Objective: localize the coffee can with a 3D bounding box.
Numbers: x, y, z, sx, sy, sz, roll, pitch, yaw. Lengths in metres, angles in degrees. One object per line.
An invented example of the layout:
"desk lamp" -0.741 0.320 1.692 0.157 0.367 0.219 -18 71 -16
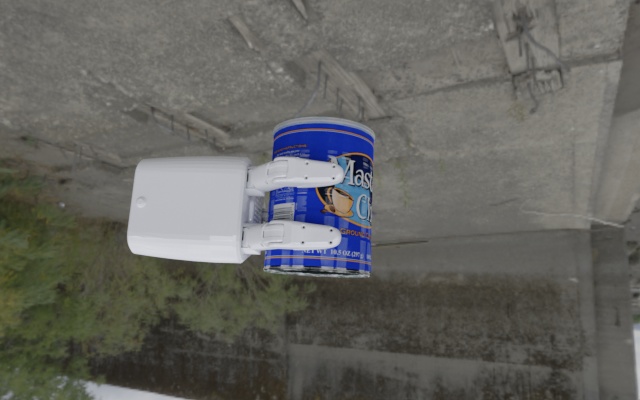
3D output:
"coffee can" 0.000 0.001 0.467 0.103 0.140 0.103 3 -11 1
